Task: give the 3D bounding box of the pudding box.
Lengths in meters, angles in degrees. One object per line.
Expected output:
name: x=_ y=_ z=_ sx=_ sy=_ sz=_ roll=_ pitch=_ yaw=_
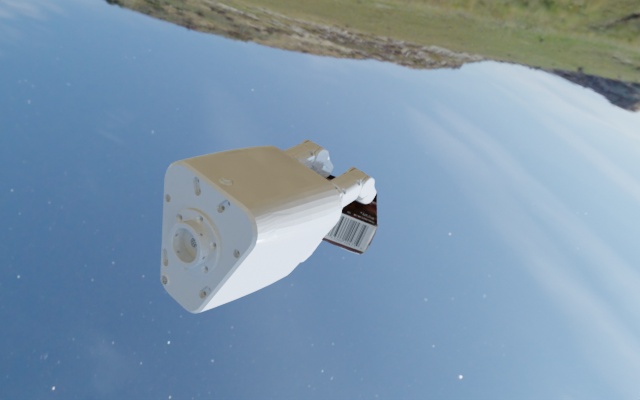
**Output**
pudding box: x=0.000 y=0.002 z=0.479 sx=0.113 sy=0.039 sz=0.090 roll=23 pitch=23 yaw=-3
